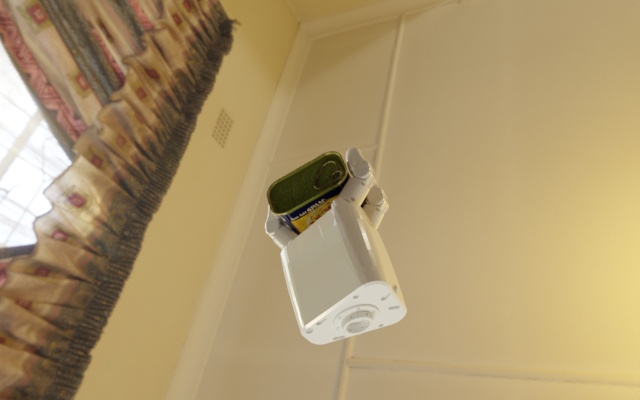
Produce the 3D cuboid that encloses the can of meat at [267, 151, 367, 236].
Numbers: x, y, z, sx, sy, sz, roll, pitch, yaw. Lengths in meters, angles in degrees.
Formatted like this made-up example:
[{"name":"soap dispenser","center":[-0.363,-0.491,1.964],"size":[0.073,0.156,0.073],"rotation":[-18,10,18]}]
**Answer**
[{"name":"can of meat","center":[0.000,0.002,0.583],"size":[0.102,0.057,0.084],"rotation":[-29,-45,8]}]
